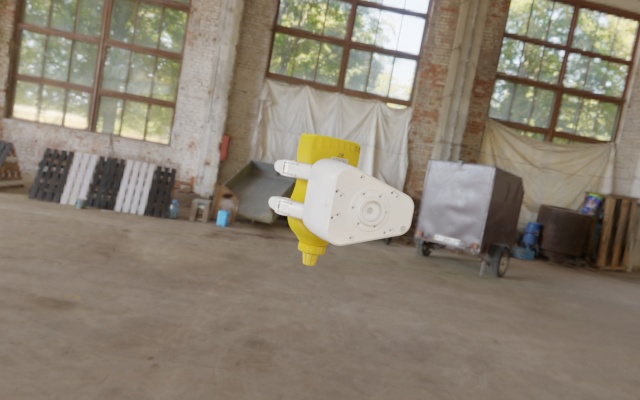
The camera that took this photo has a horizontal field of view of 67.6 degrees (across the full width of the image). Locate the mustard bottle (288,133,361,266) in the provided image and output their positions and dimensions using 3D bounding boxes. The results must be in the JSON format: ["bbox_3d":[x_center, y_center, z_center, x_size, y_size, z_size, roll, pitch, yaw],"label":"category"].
[{"bbox_3d":[0.000,0.002,0.706,0.096,0.191,0.058,6,7,-40],"label":"mustard bottle"}]
